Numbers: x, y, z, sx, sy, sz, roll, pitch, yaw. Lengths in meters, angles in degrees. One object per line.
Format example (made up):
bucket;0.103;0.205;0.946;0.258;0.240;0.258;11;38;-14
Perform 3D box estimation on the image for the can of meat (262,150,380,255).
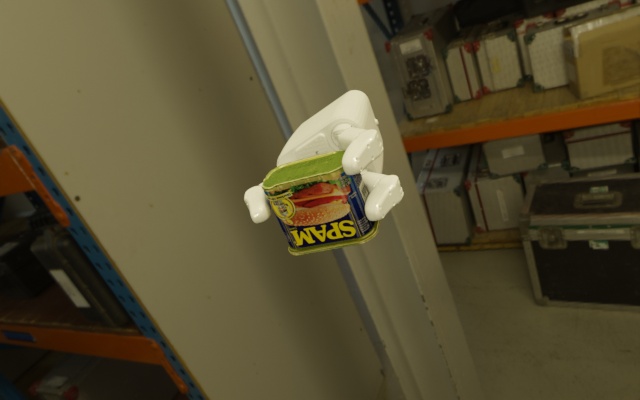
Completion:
can of meat;0.000;0.001;0.493;0.102;0.084;0.057;-12;27;22
